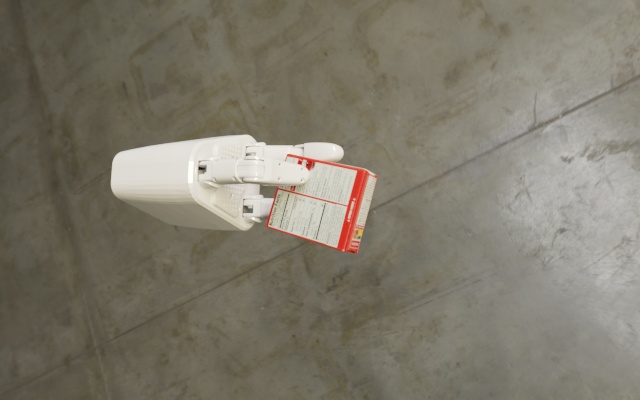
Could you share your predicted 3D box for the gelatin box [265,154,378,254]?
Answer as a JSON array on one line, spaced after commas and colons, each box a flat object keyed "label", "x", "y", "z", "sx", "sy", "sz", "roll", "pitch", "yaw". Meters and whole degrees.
[{"label": "gelatin box", "x": 0.000, "y": 0.001, "z": 0.435, "sx": 0.089, "sy": 0.073, "sz": 0.030, "roll": 14, "pitch": -1, "yaw": 31}]
